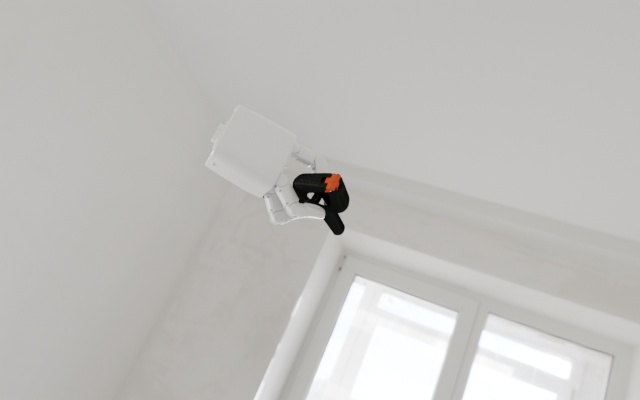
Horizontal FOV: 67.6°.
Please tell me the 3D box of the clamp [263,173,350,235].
[{"bbox_3d":[0.000,0.002,0.783,0.164,0.036,0.210,29,-20,-14],"label":"clamp"}]
